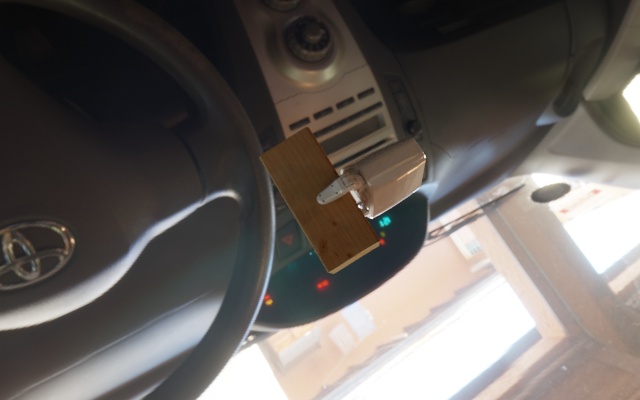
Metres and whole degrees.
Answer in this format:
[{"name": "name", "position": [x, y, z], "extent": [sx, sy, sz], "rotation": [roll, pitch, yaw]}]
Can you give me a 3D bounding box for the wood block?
[{"name": "wood block", "position": [0.000, 0.002, 0.748], "extent": [0.090, 0.206, 0.091], "rotation": [-32, -12, 0]}]
